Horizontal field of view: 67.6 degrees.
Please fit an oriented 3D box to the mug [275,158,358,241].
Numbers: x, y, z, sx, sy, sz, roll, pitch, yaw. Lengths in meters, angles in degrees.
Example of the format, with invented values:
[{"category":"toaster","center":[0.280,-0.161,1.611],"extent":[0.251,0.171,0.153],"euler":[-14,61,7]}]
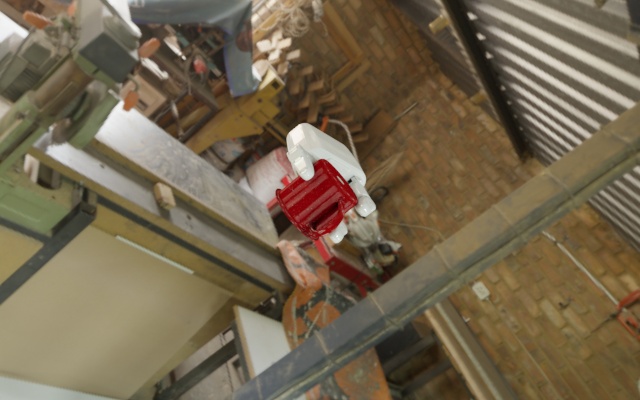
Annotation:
[{"category":"mug","center":[0.001,0.003,0.655],"extent":[0.093,0.081,0.117],"euler":[44,14,-33]}]
